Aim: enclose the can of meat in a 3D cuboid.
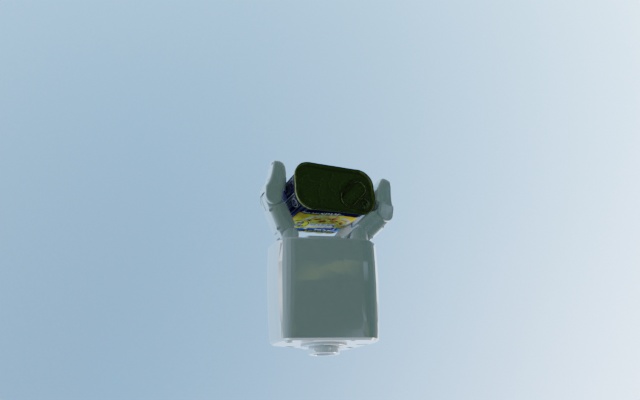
[{"bbox_3d":[0.000,0.002,0.572,0.102,0.057,0.084,6,-25,-26],"label":"can of meat"}]
